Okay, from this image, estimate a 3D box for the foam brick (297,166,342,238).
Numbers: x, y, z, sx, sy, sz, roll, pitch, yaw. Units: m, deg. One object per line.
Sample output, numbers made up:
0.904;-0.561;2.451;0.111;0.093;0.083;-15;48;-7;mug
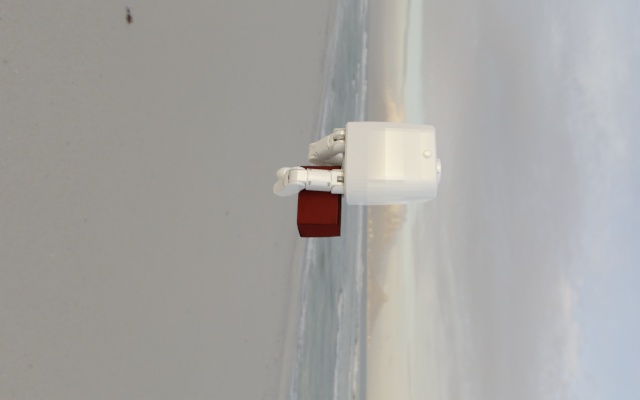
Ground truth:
0.000;0.002;0.587;0.051;0.078;0.053;1;-20;4;foam brick
